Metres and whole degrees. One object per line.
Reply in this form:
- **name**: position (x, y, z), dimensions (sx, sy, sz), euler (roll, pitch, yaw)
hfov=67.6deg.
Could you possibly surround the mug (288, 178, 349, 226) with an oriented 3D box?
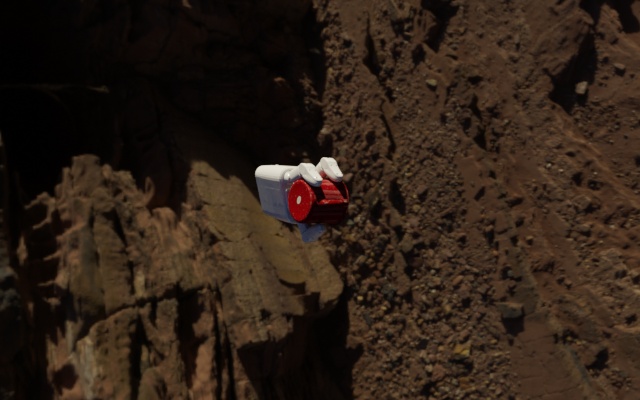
- **mug**: position (0.001, 0.003, 0.880), dimensions (0.081, 0.093, 0.117), euler (0, 6, -36)
